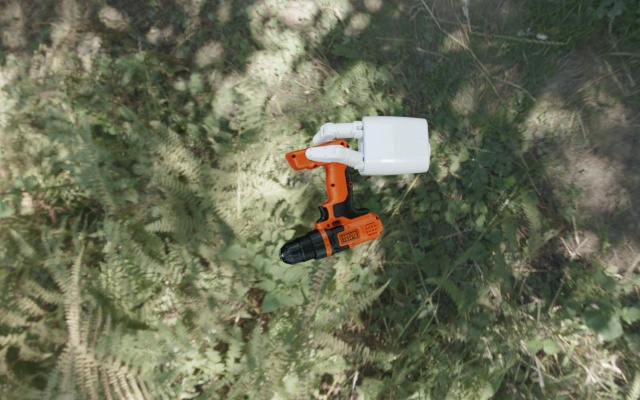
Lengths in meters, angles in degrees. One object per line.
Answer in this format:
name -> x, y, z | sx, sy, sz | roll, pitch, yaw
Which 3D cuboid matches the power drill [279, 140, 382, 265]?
power drill -> 0.000, 0.002, 0.802 | 0.184, 0.188, 0.057 | -18, 10, -16
